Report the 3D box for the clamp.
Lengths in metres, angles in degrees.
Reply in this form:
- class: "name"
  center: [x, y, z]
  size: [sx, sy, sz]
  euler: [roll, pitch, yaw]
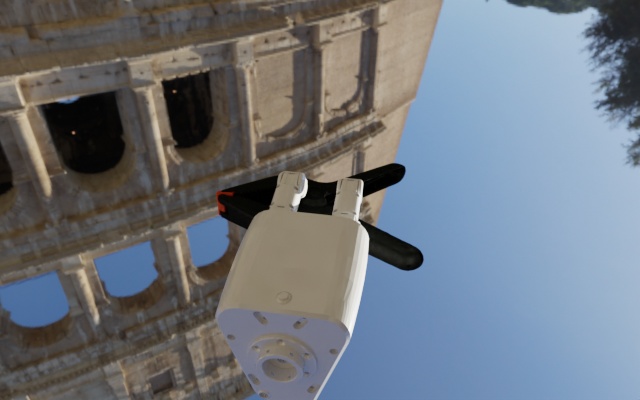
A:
- class: "clamp"
  center: [-0.001, 0.002, 0.499]
  size: [0.210, 0.036, 0.164]
  euler: [6, 34, 7]
